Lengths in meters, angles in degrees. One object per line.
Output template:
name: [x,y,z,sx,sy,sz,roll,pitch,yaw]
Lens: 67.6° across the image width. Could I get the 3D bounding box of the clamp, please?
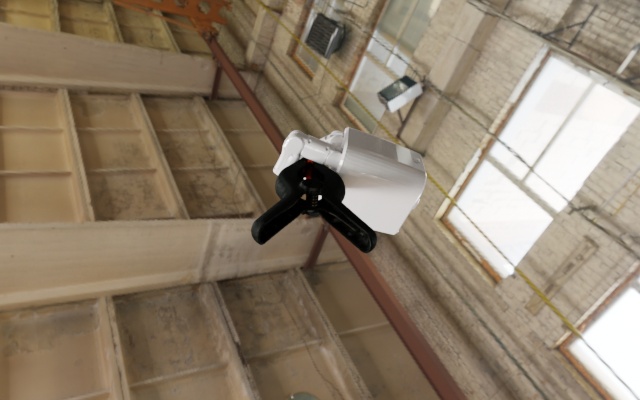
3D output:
clamp: [0.000,0.002,0.514,0.120,0.039,0.171,15,32,-3]
